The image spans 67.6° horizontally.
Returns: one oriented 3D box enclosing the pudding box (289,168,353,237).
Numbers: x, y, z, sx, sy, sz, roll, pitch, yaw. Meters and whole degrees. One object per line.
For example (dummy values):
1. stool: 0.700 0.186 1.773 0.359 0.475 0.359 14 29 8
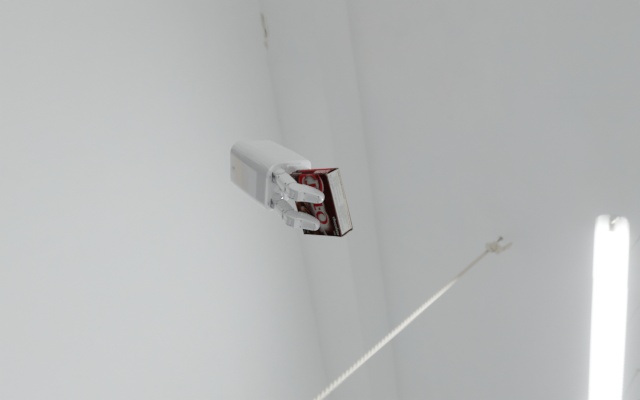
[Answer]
1. pudding box: 0.000 0.003 0.803 0.090 0.113 0.039 1 23 45
